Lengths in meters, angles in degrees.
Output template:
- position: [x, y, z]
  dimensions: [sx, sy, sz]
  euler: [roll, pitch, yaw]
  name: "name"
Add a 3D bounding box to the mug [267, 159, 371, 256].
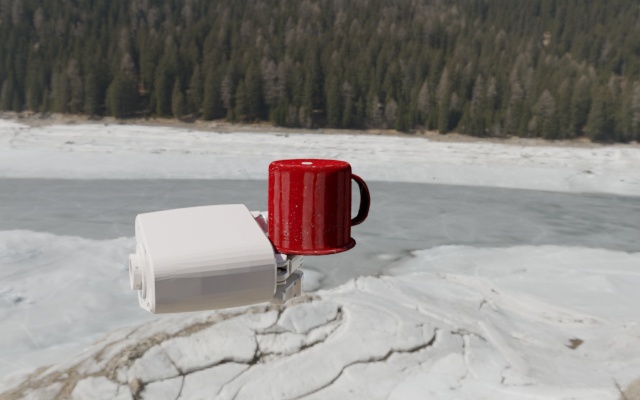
- position: [0.001, 0.001, 0.473]
  dimensions: [0.117, 0.081, 0.093]
  euler: [-4, 11, -27]
  name: "mug"
